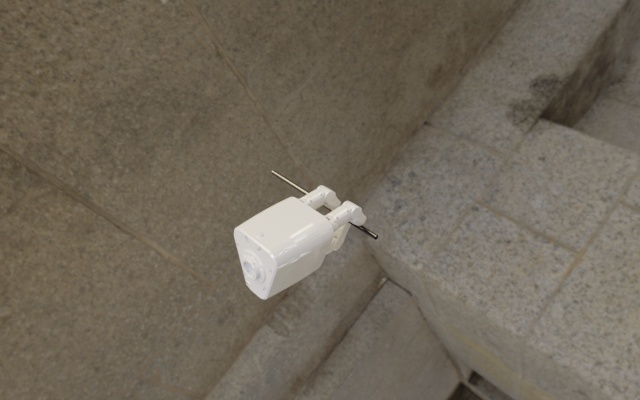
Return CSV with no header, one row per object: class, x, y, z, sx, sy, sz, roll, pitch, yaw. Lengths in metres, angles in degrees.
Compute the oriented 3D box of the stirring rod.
stirring rod,0.000,0.003,0.789,0.239,0.011,0.011,32,19,33
